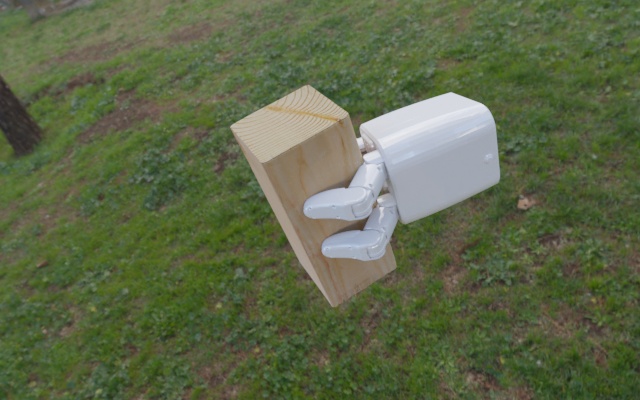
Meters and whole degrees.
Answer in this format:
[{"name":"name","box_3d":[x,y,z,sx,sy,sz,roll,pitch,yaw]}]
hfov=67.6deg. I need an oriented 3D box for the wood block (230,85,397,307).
[{"name":"wood block","box_3d":[0.000,0.001,0.496,0.090,0.206,0.090,-31,39,-10]}]
